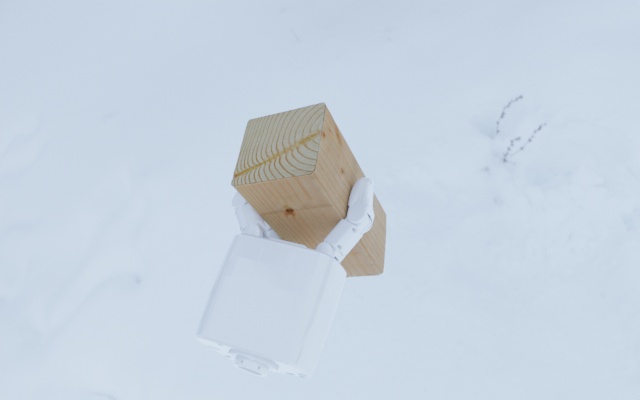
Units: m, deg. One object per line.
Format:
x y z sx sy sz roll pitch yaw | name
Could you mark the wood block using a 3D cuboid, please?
0.000 0.002 0.534 0.091 0.090 0.206 -8 -37 23 | wood block
